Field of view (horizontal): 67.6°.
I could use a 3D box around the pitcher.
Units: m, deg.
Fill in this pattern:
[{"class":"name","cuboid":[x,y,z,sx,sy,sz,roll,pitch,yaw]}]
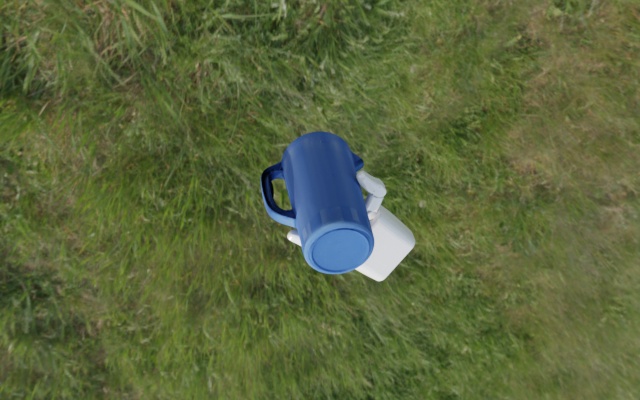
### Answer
[{"class":"pitcher","cuboid":[0.000,0.003,0.791,0.145,0.149,0.242,35,25,-31]}]
